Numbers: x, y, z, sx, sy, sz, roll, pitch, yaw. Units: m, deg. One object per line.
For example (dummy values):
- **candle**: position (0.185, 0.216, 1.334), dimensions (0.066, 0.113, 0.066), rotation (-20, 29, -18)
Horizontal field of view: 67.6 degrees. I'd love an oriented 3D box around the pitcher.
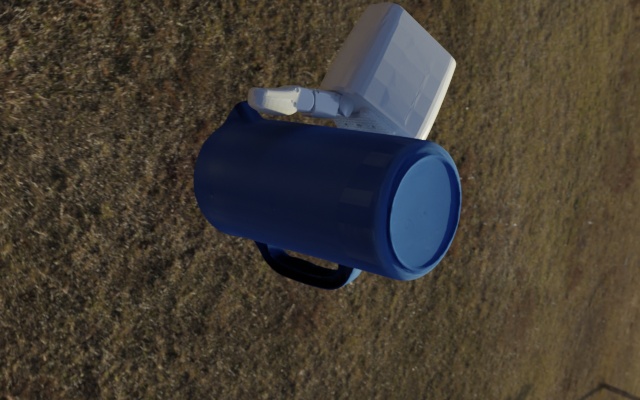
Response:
- **pitcher**: position (0.000, 0.001, 0.443), dimensions (0.243, 0.145, 0.149), rotation (13, -18, 47)
